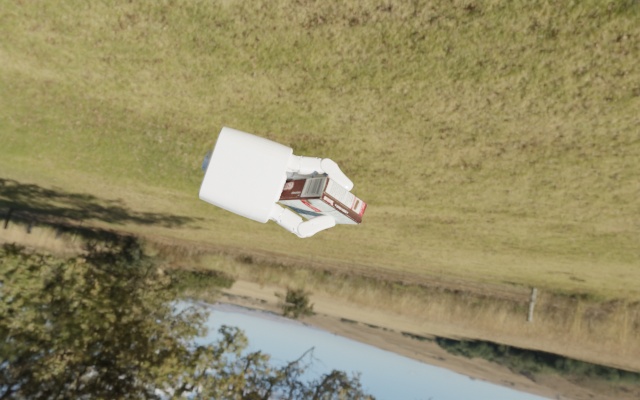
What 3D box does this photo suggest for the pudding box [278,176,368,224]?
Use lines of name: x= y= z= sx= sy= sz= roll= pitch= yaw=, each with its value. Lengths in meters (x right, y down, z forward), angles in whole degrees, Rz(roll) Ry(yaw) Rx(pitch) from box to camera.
pudding box: x=0.000 y=0.003 z=0.728 sx=0.090 sy=0.039 sz=0.113 roll=32 pitch=-19 yaw=-35
